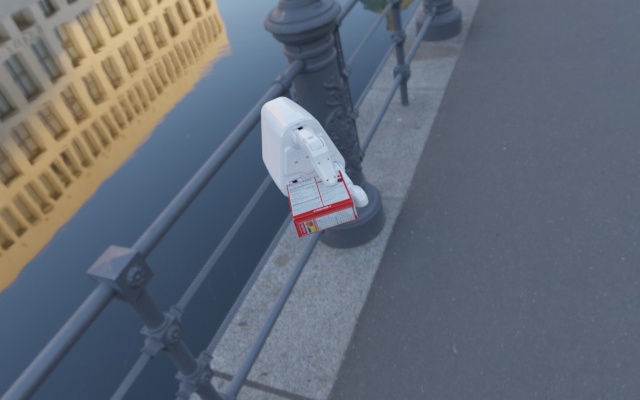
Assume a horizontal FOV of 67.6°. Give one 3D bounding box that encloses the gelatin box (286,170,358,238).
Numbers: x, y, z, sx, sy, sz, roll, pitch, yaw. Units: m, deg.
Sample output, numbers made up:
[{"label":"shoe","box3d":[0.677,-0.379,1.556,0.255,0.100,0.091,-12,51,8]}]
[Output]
[{"label":"gelatin box","box3d":[0.000,0.002,0.583,0.073,0.030,0.089,-17,30,0]}]
